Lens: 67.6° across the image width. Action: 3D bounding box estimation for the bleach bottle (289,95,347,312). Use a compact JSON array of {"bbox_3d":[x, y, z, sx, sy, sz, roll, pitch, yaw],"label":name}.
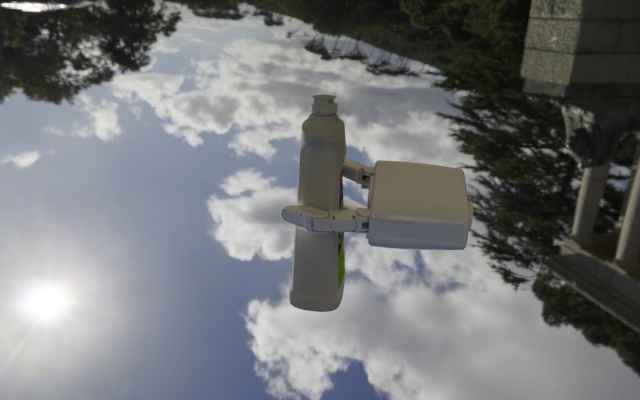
[{"bbox_3d":[0.000,0.002,0.579,0.068,0.251,0.102,4,22,8],"label":"bleach bottle"}]
